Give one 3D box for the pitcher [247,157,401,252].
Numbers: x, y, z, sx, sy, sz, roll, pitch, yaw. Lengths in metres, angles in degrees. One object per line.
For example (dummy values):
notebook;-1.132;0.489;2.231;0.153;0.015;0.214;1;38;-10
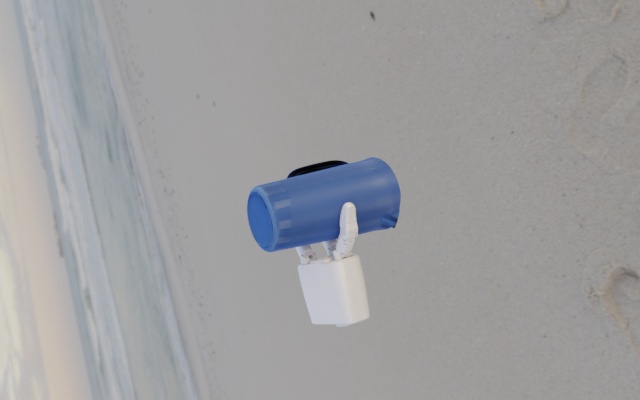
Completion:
pitcher;0.000;0.003;0.815;0.243;0.145;0.149;-12;0;-29
